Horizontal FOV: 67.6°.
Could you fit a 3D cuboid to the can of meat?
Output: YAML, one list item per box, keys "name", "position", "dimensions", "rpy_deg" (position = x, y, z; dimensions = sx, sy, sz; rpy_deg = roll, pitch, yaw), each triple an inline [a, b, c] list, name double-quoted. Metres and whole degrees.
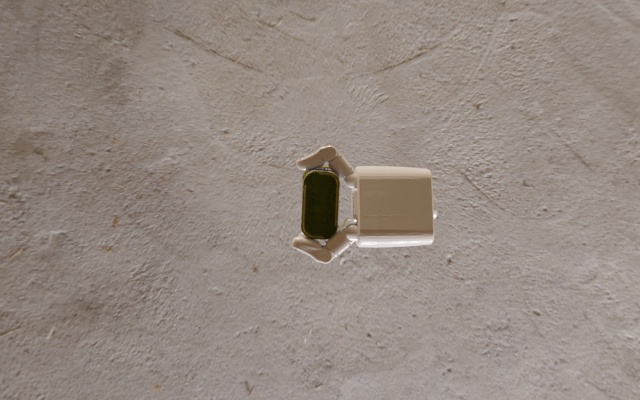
- name: "can of meat"
  position: [0.000, 0.002, 0.697]
  dimensions: [0.057, 0.102, 0.084]
  rpy_deg: [2, 7, 0]
